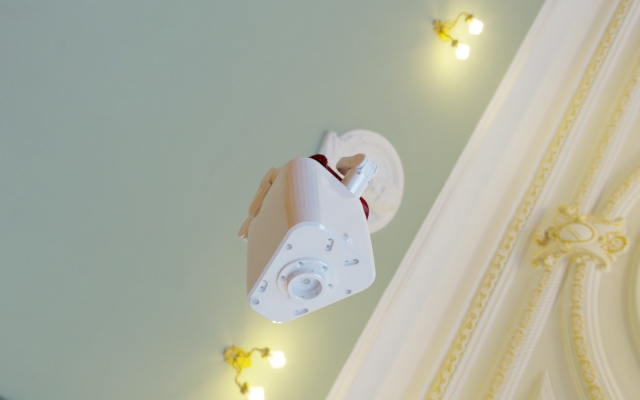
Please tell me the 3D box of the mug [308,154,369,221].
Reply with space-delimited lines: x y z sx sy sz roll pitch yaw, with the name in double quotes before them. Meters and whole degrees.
"mug" 0.000 0.001 0.552 0.093 0.081 0.117 -39 27 21
